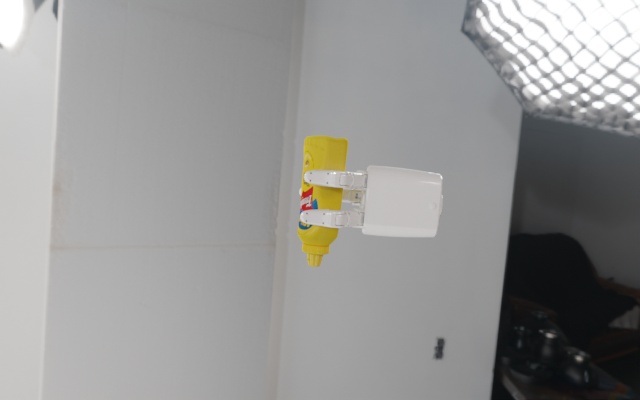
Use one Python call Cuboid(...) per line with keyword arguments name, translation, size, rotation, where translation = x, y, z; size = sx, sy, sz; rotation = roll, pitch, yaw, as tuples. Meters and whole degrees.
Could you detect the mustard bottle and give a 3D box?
Cuboid(name="mustard bottle", translation=(0.000, 0.002, 0.706), size=(0.058, 0.191, 0.096), rotation=(3, 4, -22))
